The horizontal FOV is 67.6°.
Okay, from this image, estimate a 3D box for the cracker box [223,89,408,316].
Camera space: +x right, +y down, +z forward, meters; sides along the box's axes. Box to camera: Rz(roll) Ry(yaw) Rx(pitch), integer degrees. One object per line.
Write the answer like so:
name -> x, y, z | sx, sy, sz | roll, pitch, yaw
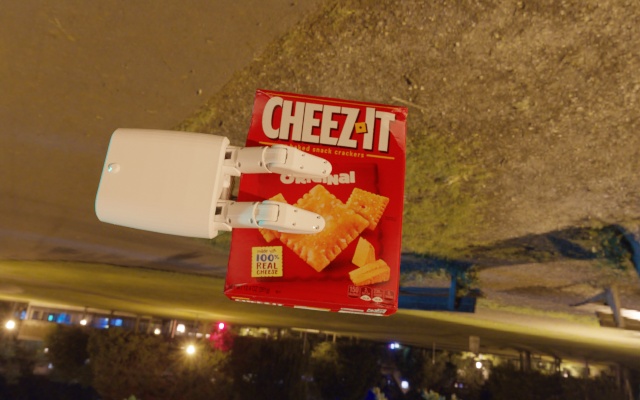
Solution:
cracker box -> 0.000, 0.002, 0.489 | 0.164, 0.213, 0.072 | 7, -17, -2
